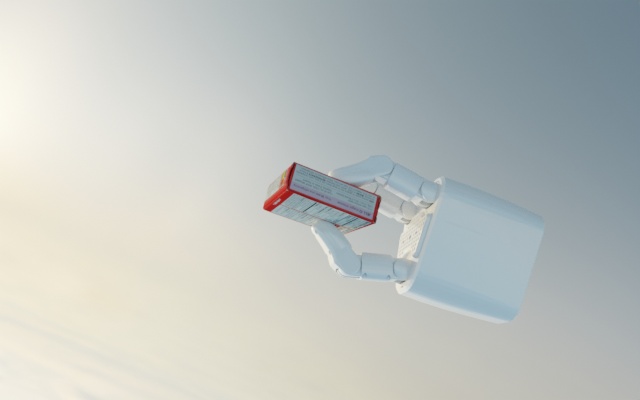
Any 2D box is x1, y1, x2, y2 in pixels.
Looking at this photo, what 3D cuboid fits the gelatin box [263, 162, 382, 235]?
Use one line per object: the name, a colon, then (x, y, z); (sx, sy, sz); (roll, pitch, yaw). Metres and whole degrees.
gelatin box: (0.000, 0.002, 0.442); (0.089, 0.030, 0.073); (20, -20, -17)
